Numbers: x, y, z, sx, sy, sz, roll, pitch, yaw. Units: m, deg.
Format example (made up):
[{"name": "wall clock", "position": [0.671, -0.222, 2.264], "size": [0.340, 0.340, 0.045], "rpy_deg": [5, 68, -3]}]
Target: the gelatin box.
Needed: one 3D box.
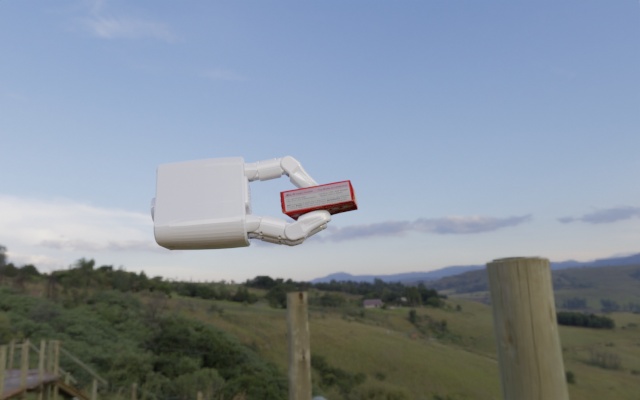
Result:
[{"name": "gelatin box", "position": [0.000, 0.001, 0.601], "size": [0.089, 0.030, 0.073], "rpy_deg": [-11, -11, 6]}]
